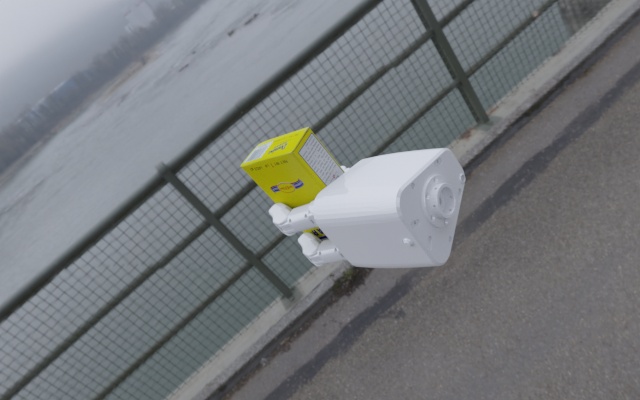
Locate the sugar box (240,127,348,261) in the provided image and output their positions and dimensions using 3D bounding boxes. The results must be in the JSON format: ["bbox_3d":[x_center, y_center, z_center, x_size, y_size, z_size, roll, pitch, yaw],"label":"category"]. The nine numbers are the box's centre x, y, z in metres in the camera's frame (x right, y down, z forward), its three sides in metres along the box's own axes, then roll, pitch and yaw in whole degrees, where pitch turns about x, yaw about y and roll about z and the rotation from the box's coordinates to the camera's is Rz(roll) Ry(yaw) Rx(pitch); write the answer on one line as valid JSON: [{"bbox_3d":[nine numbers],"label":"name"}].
[{"bbox_3d":[0.000,0.002,0.547,0.093,0.048,0.176,-8,-50,47],"label":"sugar box"}]
